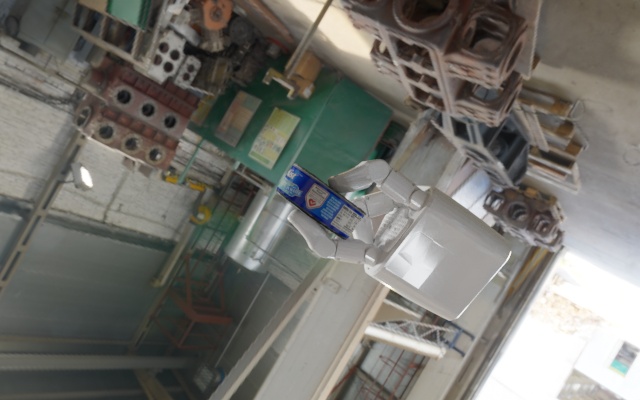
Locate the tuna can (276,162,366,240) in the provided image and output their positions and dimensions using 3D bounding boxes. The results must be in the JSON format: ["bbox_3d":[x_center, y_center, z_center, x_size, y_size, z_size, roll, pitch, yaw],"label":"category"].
[{"bbox_3d":[0.000,0.002,0.461,0.086,0.034,0.086,36,0,0],"label":"tuna can"}]
